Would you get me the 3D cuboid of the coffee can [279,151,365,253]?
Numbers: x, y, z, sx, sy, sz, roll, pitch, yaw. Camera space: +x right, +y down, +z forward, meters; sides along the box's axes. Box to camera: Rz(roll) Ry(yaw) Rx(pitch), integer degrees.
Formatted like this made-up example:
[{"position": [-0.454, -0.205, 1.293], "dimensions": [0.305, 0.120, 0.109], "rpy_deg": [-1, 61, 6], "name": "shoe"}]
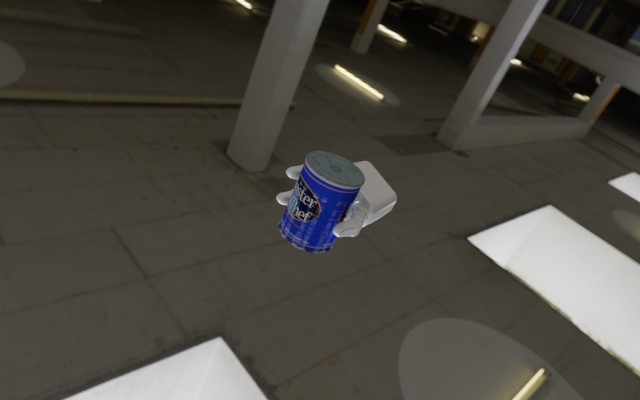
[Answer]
[{"position": [0.000, 0.003, 0.803], "dimensions": [0.103, 0.140, 0.102], "rpy_deg": [19, 29, -11], "name": "coffee can"}]
